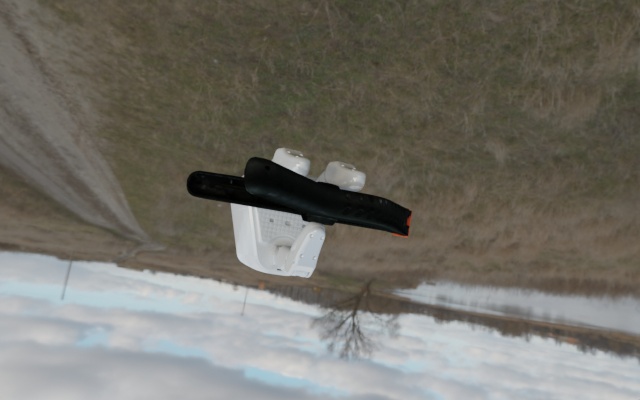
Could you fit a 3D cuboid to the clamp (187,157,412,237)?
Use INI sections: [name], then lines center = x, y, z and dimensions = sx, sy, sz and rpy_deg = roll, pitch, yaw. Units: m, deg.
[clamp]
center = 0.000, 0.002, 0.412
dimensions = 0.210, 0.036, 0.164
rpy_deg = 12, -6, -22
